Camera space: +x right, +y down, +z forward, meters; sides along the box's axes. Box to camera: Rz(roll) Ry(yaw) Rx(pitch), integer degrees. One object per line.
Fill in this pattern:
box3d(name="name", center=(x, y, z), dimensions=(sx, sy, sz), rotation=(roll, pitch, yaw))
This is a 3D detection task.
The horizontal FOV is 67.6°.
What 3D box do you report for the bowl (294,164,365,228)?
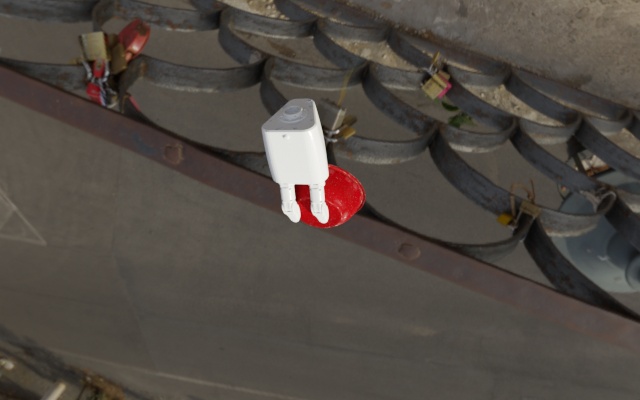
box3d(name="bowl", center=(0.001, 0.004, 0.896), dimensions=(0.162, 0.055, 0.162), rotation=(9, -37, 7))
